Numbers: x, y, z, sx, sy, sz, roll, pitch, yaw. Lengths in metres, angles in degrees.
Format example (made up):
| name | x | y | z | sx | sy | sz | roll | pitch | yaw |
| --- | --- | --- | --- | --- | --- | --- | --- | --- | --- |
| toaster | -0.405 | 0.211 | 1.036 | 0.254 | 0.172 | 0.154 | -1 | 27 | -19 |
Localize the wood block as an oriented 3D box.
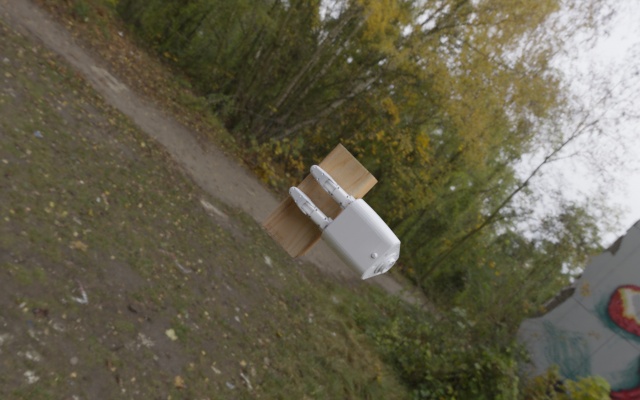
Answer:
| name | x | y | z | sx | sy | sz | roll | pitch | yaw |
| --- | --- | --- | --- | --- | --- | --- | --- | --- | --- |
| wood block | 0.001 | 0.003 | 0.899 | 0.090 | 0.206 | 0.091 | 46 | 6 | 10 |
